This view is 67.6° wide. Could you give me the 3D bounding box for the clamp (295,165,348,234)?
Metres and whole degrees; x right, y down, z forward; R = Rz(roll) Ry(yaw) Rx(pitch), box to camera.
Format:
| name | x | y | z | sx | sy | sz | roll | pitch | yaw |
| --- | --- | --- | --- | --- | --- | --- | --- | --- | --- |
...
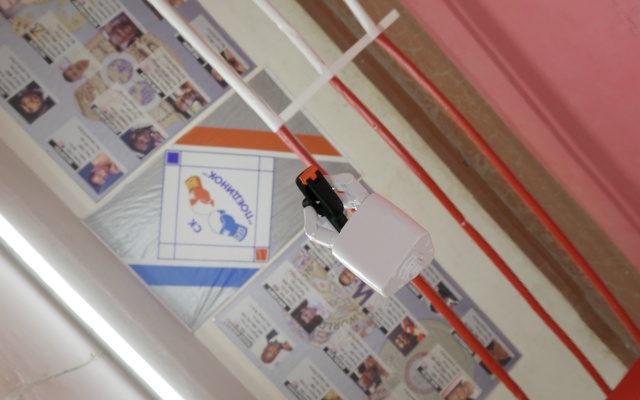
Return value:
| name | x | y | z | sx | sy | sz | roll | pitch | yaw |
| --- | --- | --- | --- | --- | --- | --- | --- | --- | --- |
| clamp | 0.000 | 0.003 | 0.788 | 0.164 | 0.036 | 0.210 | 37 | -13 | 35 |
